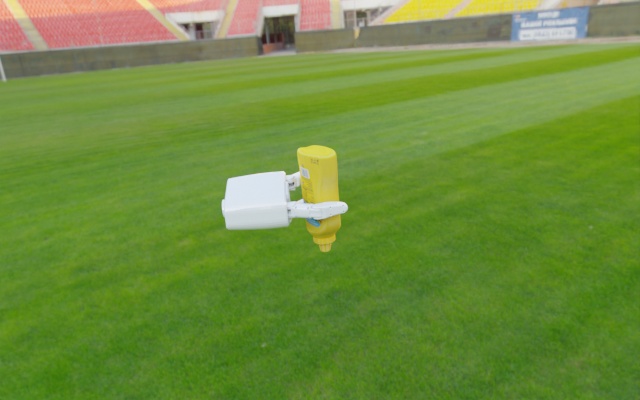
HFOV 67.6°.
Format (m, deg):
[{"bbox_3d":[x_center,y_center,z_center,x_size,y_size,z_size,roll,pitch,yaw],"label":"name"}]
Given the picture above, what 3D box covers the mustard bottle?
[{"bbox_3d":[0.000,0.002,0.854,0.058,0.192,0.096,-14,21,-24],"label":"mustard bottle"}]
